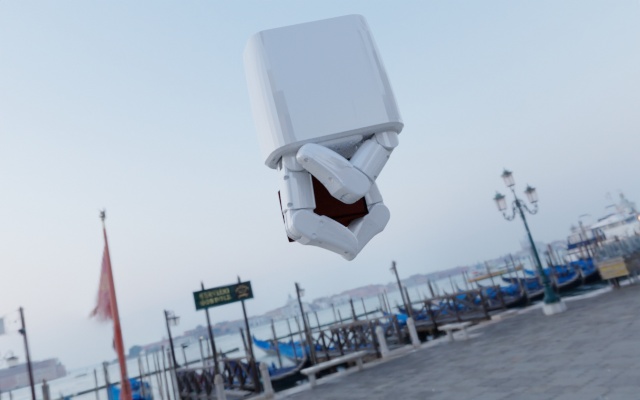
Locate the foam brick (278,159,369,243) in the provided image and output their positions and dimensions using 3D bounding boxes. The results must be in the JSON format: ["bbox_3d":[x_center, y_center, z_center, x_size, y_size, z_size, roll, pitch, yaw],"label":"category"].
[{"bbox_3d":[0.000,0.002,0.432,0.053,0.051,0.078,-9,-13,-24],"label":"foam brick"}]
